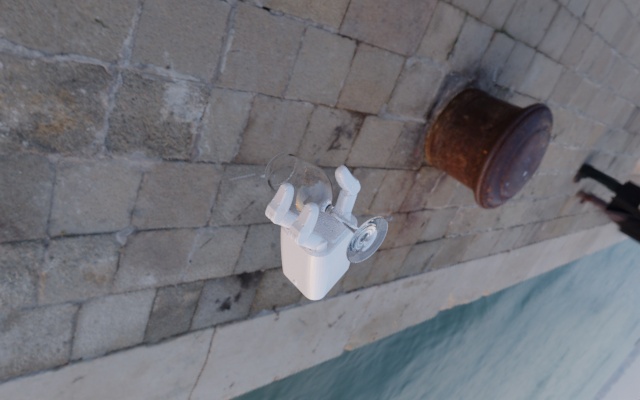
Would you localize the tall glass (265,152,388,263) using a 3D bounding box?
[{"bbox_3d":[0.001,0.002,0.690,0.079,0.079,0.201,0,31,-47],"label":"tall glass"}]
